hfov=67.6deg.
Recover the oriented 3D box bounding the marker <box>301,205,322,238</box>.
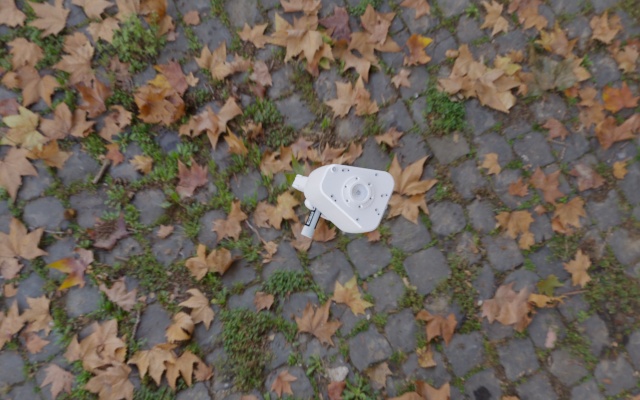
[{"bbox_3d":[0.000,0.003,0.782,0.020,0.121,0.020,22,-7,3],"label":"marker"}]
